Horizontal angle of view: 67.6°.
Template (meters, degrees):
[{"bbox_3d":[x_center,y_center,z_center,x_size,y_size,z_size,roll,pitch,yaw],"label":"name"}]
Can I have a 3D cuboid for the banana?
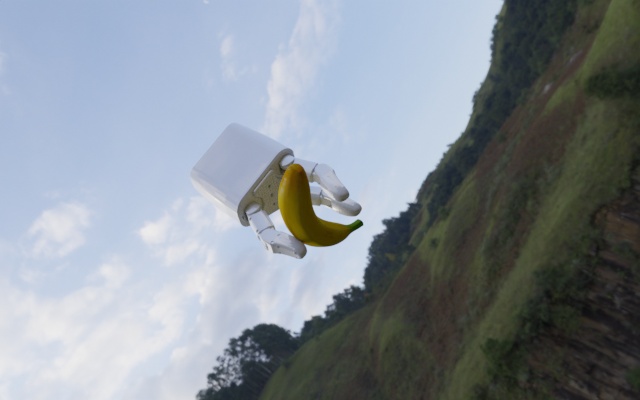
[{"bbox_3d":[-0.010,0.018,0.569,0.037,0.069,0.198,36,-2,30],"label":"banana"}]
